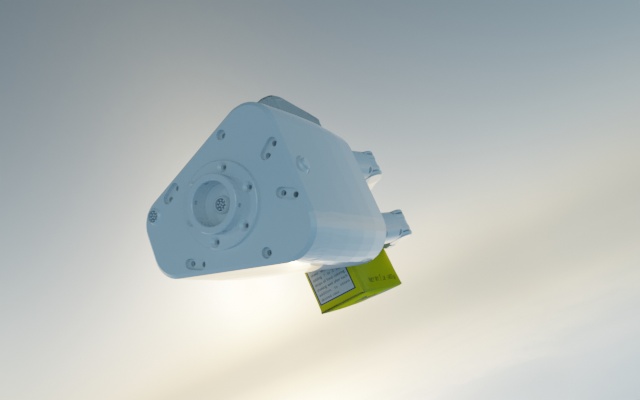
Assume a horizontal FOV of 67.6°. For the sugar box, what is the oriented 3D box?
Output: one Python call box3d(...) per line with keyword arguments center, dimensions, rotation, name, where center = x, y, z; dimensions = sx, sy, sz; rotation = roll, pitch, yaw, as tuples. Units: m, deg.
box3d(center=(0.000, 0.001, 0.402), dimensions=(0.048, 0.176, 0.093), rotation=(-29, -16, 20), name="sugar box")
